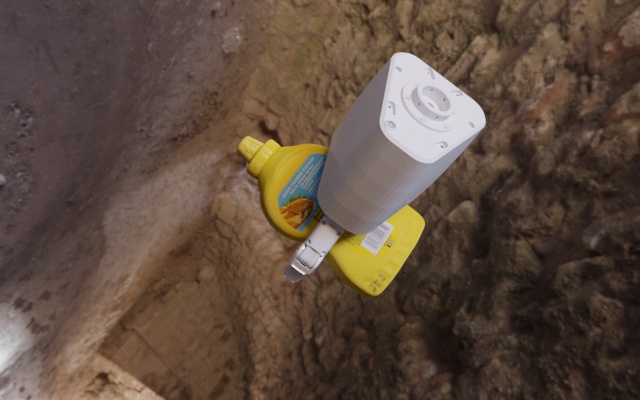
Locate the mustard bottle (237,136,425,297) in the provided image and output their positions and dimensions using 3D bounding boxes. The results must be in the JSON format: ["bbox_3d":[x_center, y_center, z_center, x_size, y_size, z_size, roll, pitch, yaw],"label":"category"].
[{"bbox_3d":[0.000,0.002,0.465,0.191,0.096,0.058,37,-15,-1],"label":"mustard bottle"}]
